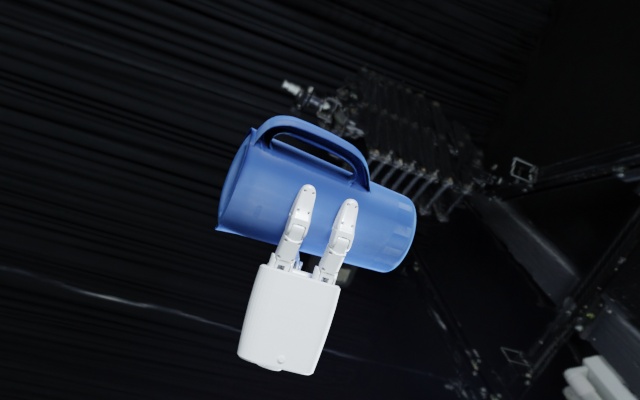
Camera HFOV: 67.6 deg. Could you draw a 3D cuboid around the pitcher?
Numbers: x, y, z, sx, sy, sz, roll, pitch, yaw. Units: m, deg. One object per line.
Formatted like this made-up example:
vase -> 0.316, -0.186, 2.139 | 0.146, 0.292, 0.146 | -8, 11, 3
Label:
pitcher -> 0.000, 0.002, 0.611 | 0.243, 0.145, 0.149 | 19, -10, -15
